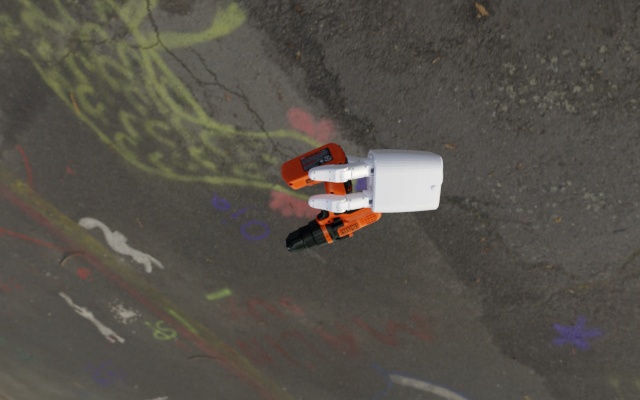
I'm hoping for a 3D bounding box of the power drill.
[{"bbox_3d":[0.000,0.002,0.819,0.184,0.057,0.188,-25,-44,1],"label":"power drill"}]
